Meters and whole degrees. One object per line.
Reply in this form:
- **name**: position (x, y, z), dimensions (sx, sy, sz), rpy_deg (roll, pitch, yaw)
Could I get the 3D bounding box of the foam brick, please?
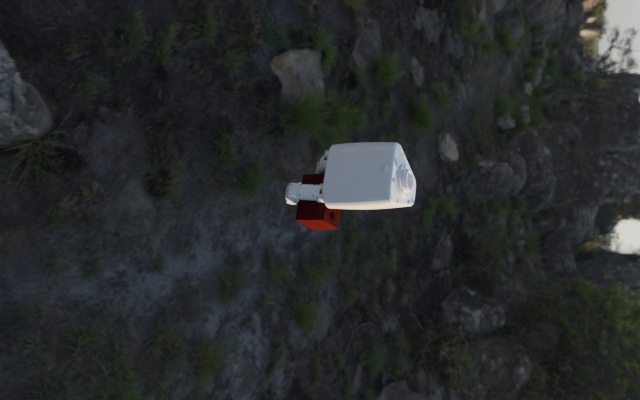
- **foam brick**: position (0.000, 0.003, 0.749), dimensions (0.051, 0.078, 0.053), rpy_deg (0, -19, 29)
